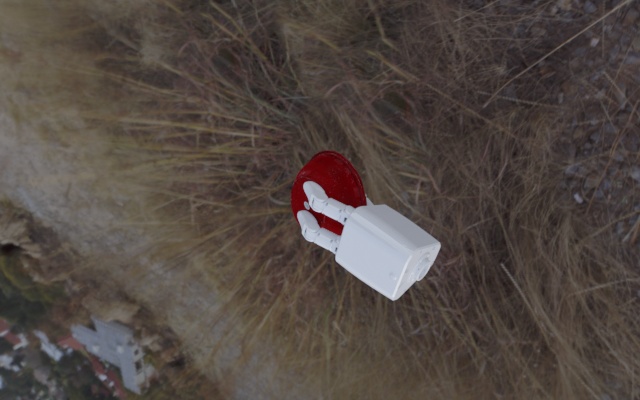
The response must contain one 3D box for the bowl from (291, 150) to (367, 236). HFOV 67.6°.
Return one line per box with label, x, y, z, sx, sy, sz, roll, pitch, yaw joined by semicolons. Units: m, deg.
bowl;-0.001;0.002;0.769;0.055;0.162;0.162;-13;8;-37
